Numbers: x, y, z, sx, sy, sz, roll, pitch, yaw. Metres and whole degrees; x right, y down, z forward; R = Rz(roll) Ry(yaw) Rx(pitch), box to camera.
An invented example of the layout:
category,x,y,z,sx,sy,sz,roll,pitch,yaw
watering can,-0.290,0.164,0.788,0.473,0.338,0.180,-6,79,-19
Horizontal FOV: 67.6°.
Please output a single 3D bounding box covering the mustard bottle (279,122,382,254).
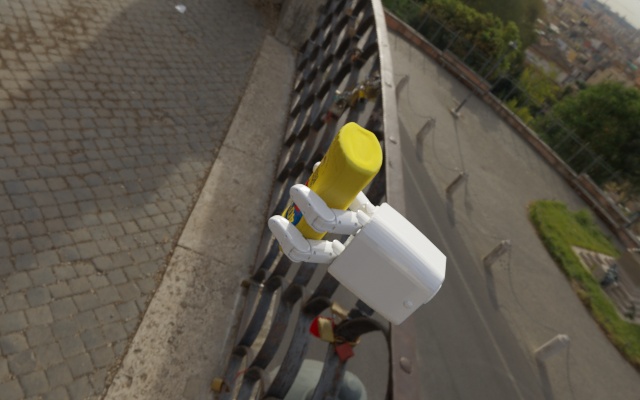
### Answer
category,x,y,z,sx,sy,sz,roll,pitch,yaw
mustard bottle,0.000,0.002,0.582,0.058,0.192,0.096,27,36,-14
